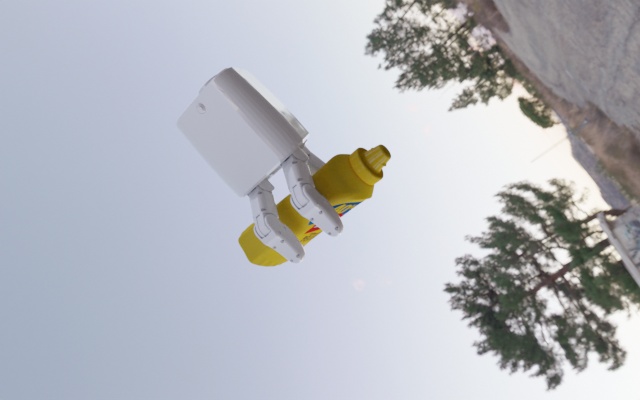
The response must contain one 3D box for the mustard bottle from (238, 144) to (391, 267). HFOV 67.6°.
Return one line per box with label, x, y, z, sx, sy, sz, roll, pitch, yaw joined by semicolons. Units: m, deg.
mustard bottle;0.000;0.002;0.528;0.192;0.058;0.096;-39;-16;28
